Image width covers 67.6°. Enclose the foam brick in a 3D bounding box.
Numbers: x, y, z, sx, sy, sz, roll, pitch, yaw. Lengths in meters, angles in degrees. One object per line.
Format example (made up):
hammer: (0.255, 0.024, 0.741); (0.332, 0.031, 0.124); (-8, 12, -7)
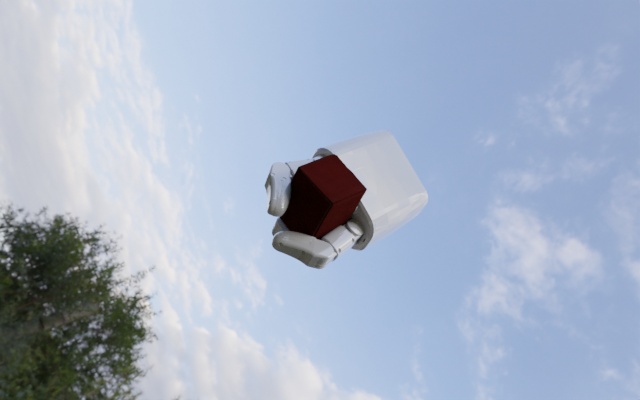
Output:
foam brick: (0.000, 0.001, 0.480); (0.051, 0.053, 0.078); (-23, -26, -37)
